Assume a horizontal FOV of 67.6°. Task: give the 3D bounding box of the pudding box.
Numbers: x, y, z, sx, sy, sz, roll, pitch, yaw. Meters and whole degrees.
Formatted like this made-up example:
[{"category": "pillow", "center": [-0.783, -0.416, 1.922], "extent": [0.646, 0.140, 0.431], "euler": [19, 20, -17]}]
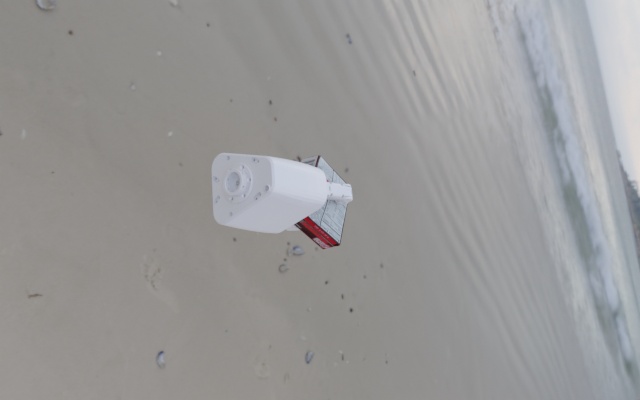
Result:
[{"category": "pudding box", "center": [0.000, 0.002, 0.711], "extent": [0.039, 0.113, 0.090], "euler": [-13, -42, 35]}]
